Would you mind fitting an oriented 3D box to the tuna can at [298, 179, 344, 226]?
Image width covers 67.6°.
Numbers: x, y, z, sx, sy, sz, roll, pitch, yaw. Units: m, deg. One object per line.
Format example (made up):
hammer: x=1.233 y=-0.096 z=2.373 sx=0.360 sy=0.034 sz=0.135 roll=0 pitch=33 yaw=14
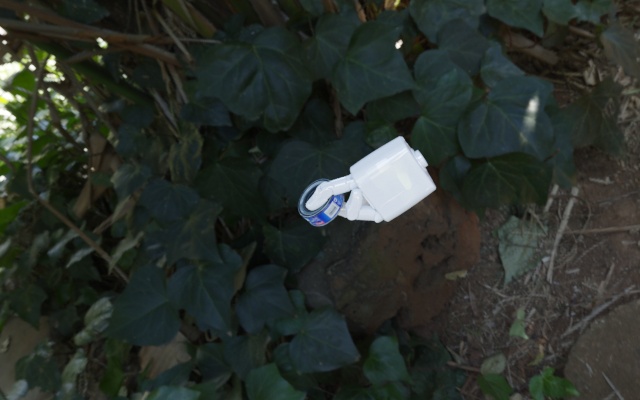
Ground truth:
tuna can: x=0.000 y=0.003 z=0.885 sx=0.086 sy=0.086 sz=0.034 roll=0 pitch=-31 yaw=46
